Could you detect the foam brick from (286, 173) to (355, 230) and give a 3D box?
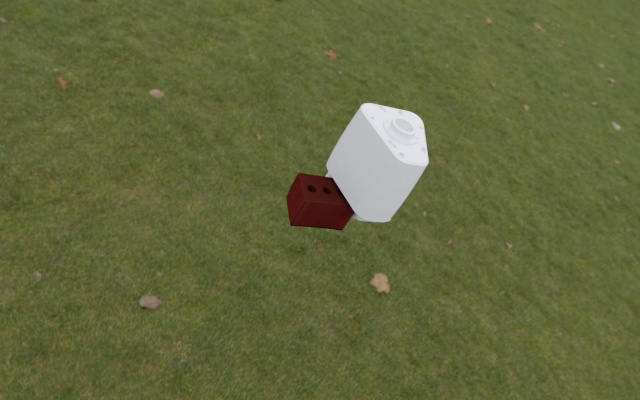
[{"bbox_3d":[0.000,0.002,0.639,0.078,0.053,0.051,6,-42,-24],"label":"foam brick"}]
